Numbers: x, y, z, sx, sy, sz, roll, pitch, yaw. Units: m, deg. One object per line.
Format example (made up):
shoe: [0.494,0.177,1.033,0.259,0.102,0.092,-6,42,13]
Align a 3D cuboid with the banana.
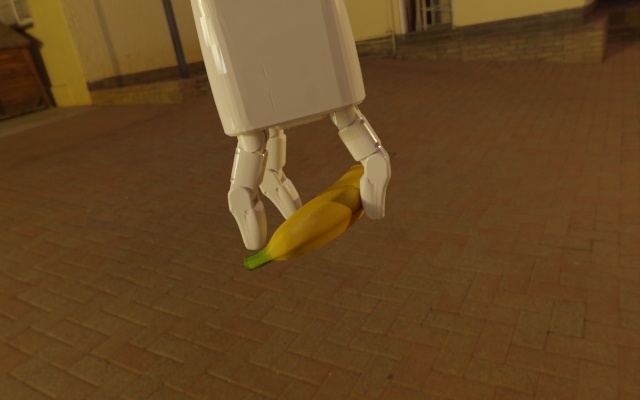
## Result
banana: [0.013,0.001,0.437,0.069,0.037,0.197,-6,20,38]
